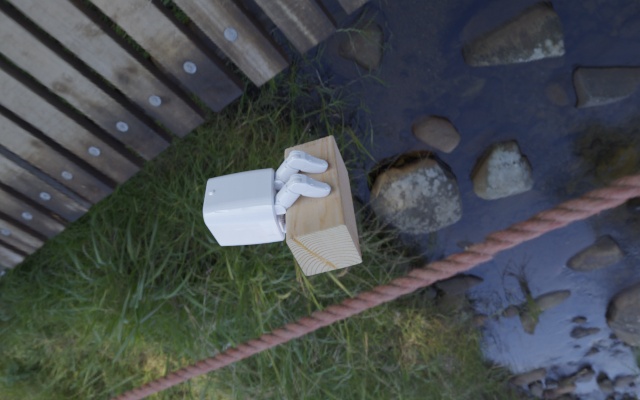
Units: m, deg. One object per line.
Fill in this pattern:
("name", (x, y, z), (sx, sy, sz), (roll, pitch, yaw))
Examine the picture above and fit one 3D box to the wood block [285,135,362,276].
("wood block", (0.000, 0.003, 0.753), (0.090, 0.206, 0.091), (-15, -47, 10))
